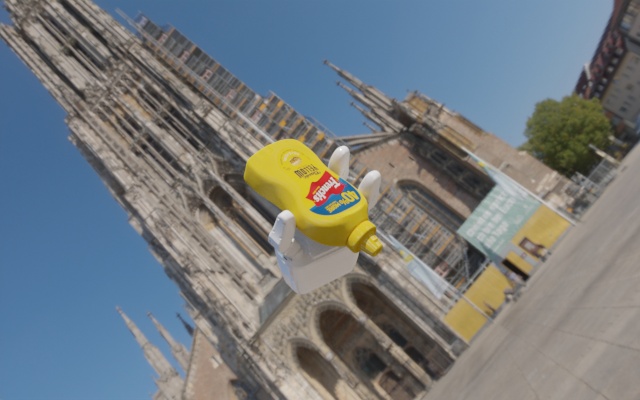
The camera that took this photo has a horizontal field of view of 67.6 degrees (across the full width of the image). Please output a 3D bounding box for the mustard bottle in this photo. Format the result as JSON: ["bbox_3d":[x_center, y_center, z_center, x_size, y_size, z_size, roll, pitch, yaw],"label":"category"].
[{"bbox_3d":[0.000,0.002,0.589,0.191,0.058,0.096,41,44,23],"label":"mustard bottle"}]
